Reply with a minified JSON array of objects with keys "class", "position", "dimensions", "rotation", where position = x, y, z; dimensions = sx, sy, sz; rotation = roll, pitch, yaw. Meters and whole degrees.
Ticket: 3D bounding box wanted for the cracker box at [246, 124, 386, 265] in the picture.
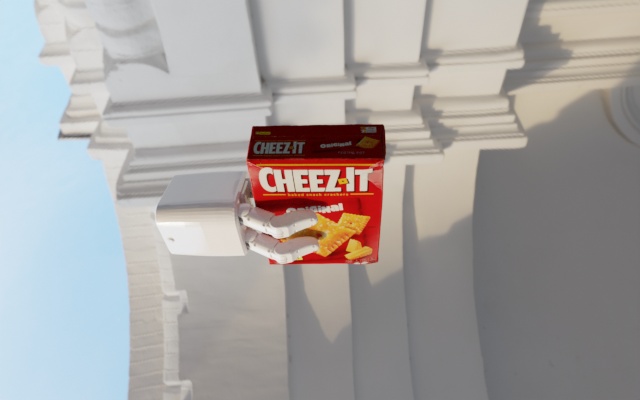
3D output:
[{"class":"cracker box","position":[0.000,0.002,0.639],"dimensions":[0.164,0.072,0.214],"rotation":[-1,-41,3]}]
